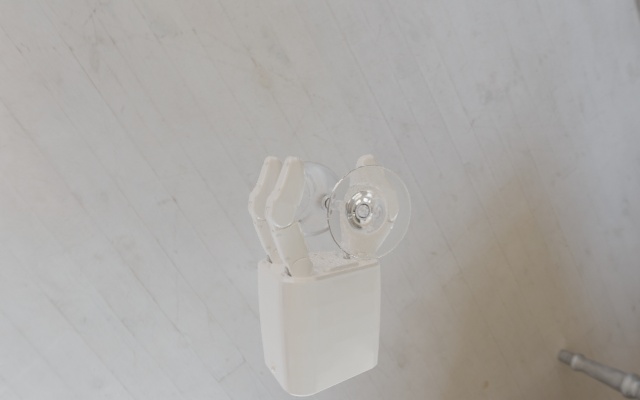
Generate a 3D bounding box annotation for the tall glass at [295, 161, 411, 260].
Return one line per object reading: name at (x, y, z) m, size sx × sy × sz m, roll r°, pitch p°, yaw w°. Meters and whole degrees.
tall glass at (0.000, 0.001, 0.460) m, size 0.079 × 0.079 × 0.201 m, roll 0°, pitch 5°, yaw -23°
